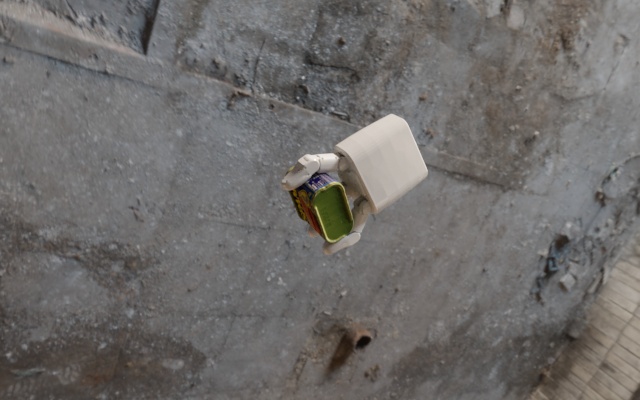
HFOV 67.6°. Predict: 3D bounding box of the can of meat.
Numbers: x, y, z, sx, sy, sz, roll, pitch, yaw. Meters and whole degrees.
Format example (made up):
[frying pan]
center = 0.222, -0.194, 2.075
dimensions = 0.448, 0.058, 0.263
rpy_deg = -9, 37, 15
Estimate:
[can of meat]
center = 0.000, 0.002, 0.700
dimensions = 0.057, 0.102, 0.084
rpy_deg = -31, 37, -15
